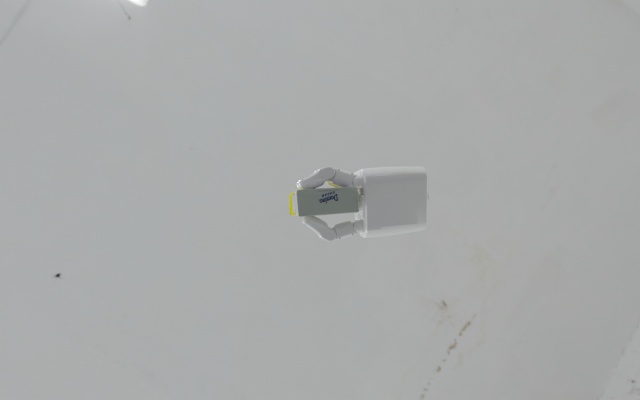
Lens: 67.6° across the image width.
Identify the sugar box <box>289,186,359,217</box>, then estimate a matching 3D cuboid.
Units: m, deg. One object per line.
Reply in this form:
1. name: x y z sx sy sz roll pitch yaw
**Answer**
1. sugar box: 0.000 0.002 0.782 0.093 0.048 0.176 -4 -3 -8
